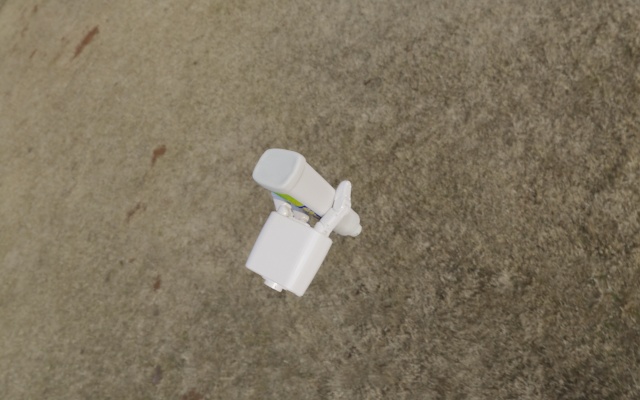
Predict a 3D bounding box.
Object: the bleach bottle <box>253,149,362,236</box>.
[{"bbox_3d":[0.000,0.003,0.829,0.102,0.068,0.251,18,-14,45],"label":"bleach bottle"}]
